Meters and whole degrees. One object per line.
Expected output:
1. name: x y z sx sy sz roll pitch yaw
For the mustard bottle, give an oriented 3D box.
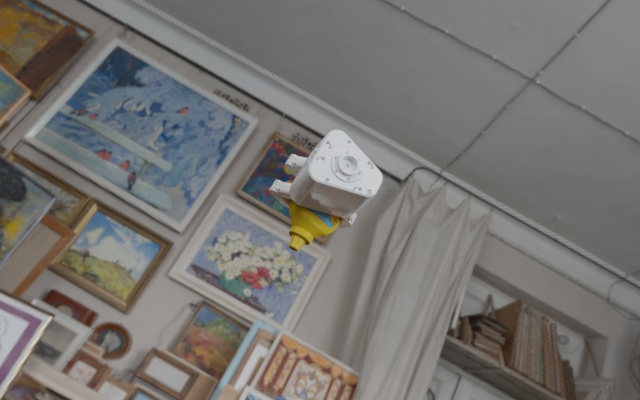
1. mustard bottle: 0.000 0.003 0.815 0.096 0.191 0.058 43 -26 -28
